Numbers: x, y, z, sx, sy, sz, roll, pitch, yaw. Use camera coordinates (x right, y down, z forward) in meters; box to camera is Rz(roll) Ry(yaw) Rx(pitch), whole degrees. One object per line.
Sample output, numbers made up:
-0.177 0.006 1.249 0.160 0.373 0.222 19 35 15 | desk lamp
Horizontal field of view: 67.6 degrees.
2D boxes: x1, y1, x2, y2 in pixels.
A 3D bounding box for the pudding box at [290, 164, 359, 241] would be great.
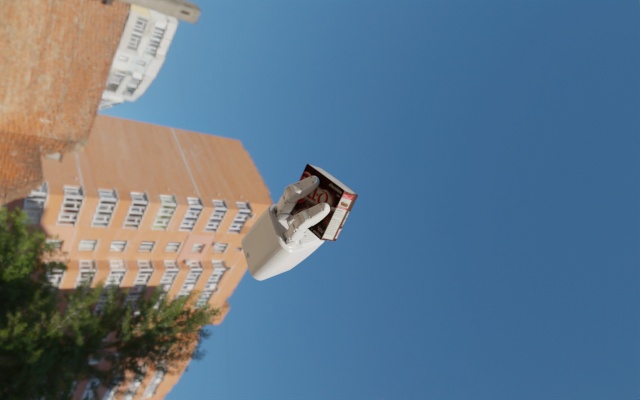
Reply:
0.000 0.003 0.787 0.039 0.090 0.113 11 18 -44 | pudding box
